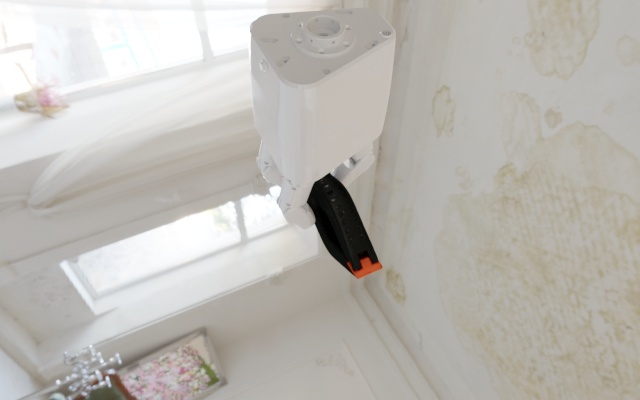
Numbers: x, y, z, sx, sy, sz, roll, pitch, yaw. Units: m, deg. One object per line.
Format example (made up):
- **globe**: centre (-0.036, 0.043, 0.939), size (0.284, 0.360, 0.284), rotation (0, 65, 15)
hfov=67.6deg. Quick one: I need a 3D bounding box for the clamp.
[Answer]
- **clamp**: centre (0.001, 0.002, 0.514), size (0.036, 0.210, 0.165), rotation (-22, -31, -15)
